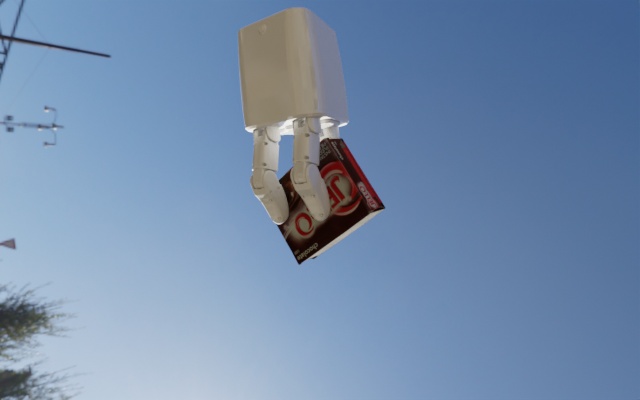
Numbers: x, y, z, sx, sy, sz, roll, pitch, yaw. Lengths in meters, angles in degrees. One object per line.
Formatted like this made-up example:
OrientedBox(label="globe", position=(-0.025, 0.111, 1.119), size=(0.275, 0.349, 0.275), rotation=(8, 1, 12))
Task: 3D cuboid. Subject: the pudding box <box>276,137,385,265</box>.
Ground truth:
OrientedBox(label="pudding box", position=(0.000, 0.002, 0.507), size=(0.113, 0.090, 0.039), rotation=(-40, -17, 34))
